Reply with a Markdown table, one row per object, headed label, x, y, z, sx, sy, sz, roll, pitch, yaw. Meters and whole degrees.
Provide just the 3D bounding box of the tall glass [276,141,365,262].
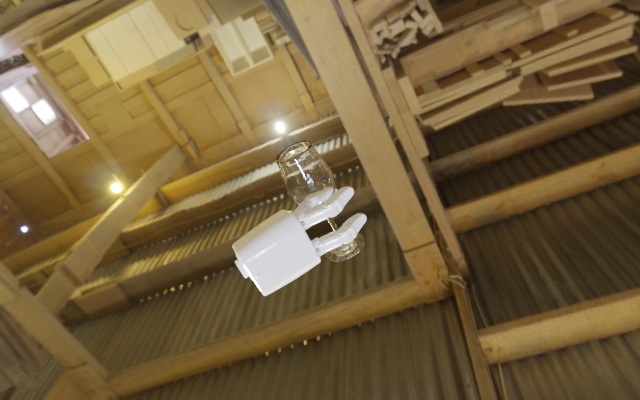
| label | x | y | z | sx | sy | sz | roll | pitch | yaw |
| --- | --- | --- | --- | --- | --- | --- | --- | --- | --- |
| tall glass | 0.001 | 0.003 | 0.783 | 0.079 | 0.201 | 0.079 | -22 | 26 | 12 |
